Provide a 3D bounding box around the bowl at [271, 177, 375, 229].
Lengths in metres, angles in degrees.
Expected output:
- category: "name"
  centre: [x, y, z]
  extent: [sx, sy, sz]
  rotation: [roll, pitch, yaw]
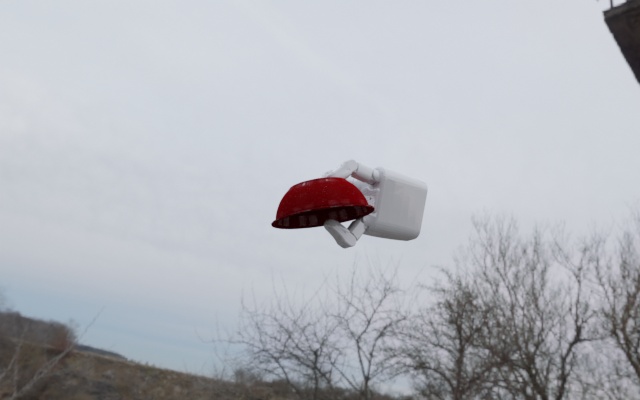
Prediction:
- category: "bowl"
  centre: [-0.001, 0.002, 0.740]
  extent: [0.162, 0.055, 0.162]
  rotation: [-9, -11, -2]
